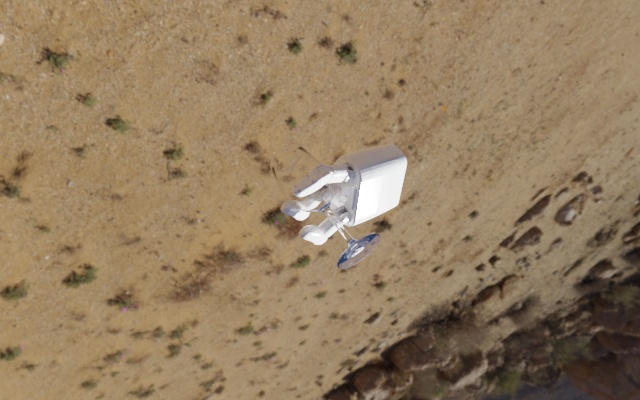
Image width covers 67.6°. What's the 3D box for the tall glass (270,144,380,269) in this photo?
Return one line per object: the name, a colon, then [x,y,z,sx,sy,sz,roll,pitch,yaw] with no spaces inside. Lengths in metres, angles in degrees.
tall glass: [0.000,0.003,0.718,0.079,0.201,0.079,-29,-28,-17]
